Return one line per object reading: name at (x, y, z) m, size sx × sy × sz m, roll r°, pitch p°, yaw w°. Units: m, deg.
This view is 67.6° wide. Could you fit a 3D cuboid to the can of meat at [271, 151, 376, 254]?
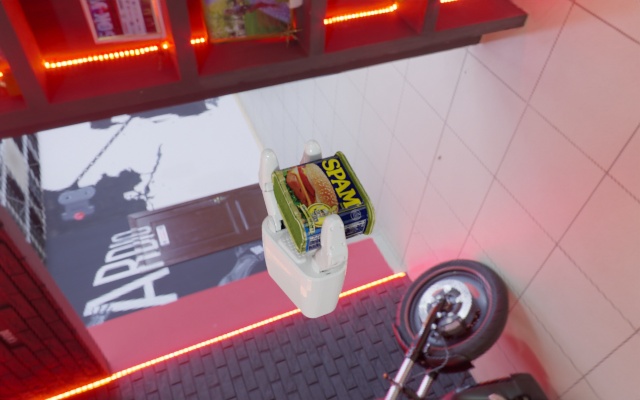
can of meat at (0.000, 0.002, 0.531) m, size 0.084 × 0.102 × 0.057 m, roll -16°, pitch -33°, yaw -16°
